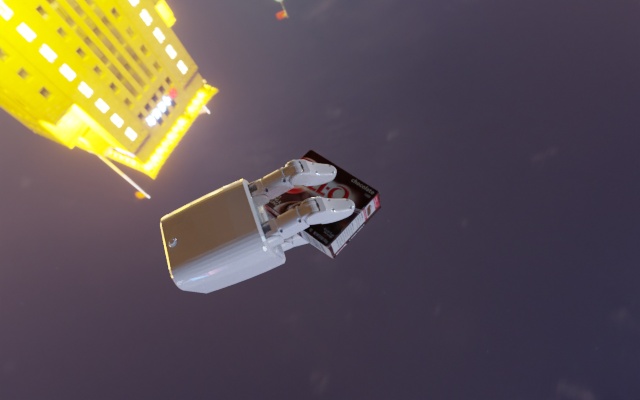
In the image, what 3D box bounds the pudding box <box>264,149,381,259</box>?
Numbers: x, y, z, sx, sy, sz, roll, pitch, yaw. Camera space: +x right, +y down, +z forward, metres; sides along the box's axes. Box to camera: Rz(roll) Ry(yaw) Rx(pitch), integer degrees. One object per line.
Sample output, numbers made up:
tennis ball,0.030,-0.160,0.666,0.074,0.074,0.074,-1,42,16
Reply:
pudding box,0.000,0.002,0.559,0.113,0.090,0.039,35,-19,27
